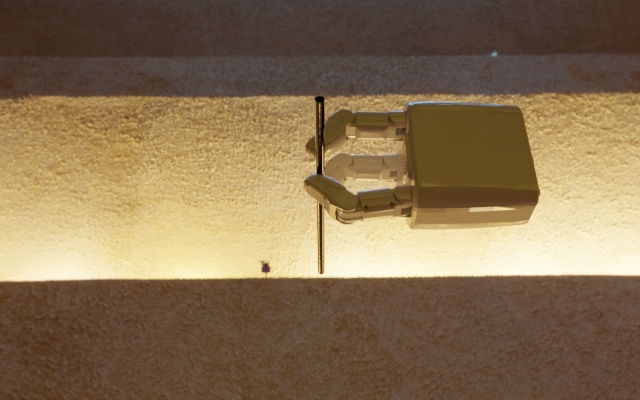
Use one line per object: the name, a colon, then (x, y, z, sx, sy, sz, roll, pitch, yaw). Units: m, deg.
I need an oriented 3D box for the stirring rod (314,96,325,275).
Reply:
stirring rod: (0.000, 0.001, 0.462, 0.011, 0.011, 0.240, 0, -42, 1)
